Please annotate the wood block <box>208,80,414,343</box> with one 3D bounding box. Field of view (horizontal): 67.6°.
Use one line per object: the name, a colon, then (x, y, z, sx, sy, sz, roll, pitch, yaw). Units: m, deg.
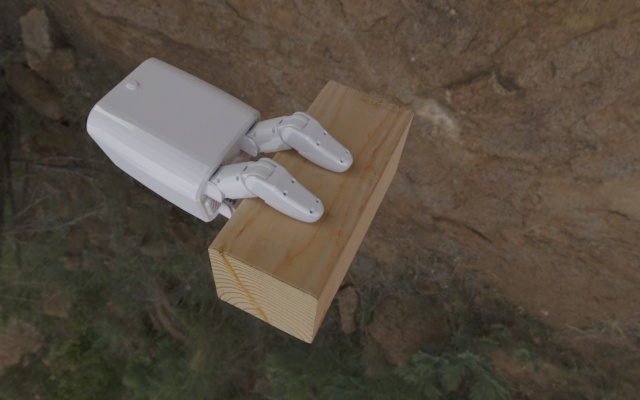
wood block: (0.000, 0.001, 0.419, 0.090, 0.206, 0.091, 24, -34, 11)
